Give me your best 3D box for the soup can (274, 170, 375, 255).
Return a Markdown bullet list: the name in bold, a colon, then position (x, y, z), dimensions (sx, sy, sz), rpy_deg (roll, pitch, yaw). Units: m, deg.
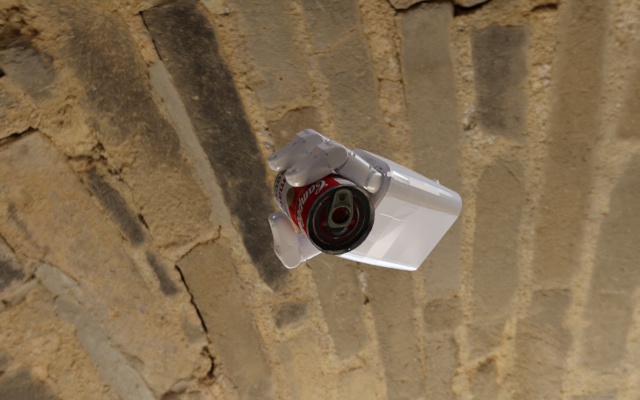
- **soup can**: position (-0.001, 0.001, 0.471), dimensions (0.068, 0.068, 0.102), rpy_deg (0, 19, -24)
